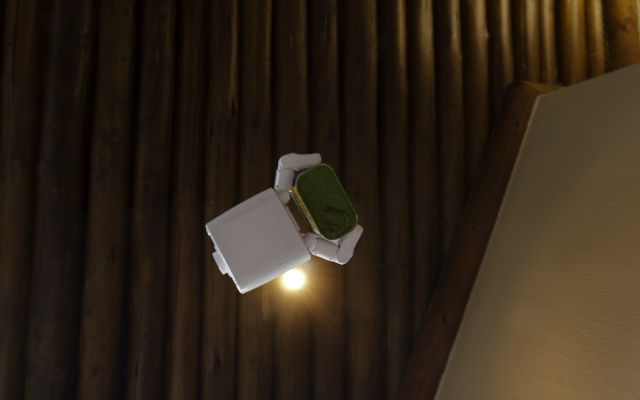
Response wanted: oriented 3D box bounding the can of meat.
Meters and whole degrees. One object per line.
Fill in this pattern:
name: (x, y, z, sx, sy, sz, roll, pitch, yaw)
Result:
can of meat: (0.000, 0.002, 0.673, 0.057, 0.102, 0.084, -30, 6, -12)
